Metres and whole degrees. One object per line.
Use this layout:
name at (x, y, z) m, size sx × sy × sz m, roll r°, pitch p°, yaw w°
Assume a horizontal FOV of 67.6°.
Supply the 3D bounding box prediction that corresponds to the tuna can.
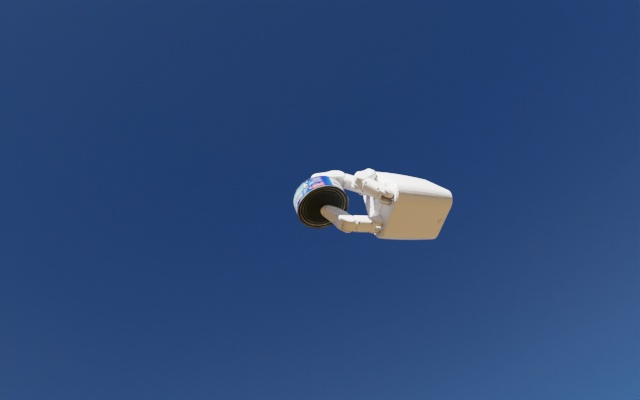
tuna can at (0.000, 0.002, 0.775) m, size 0.086 × 0.086 × 0.033 m, roll 0°, pitch 36°, yaw -21°
